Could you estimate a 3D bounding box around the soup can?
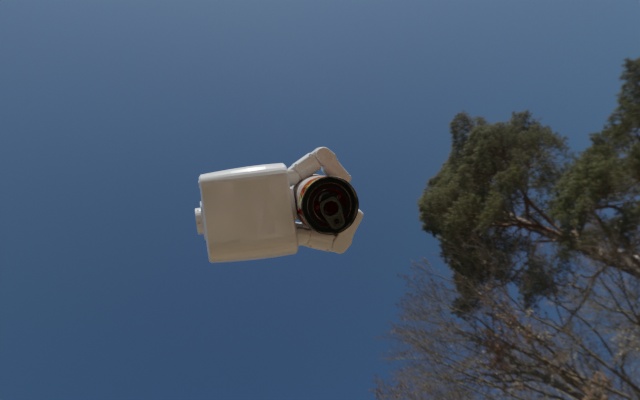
[{"bbox_3d":[0.000,0.002,0.591,0.068,0.068,0.102,0,5,-13],"label":"soup can"}]
